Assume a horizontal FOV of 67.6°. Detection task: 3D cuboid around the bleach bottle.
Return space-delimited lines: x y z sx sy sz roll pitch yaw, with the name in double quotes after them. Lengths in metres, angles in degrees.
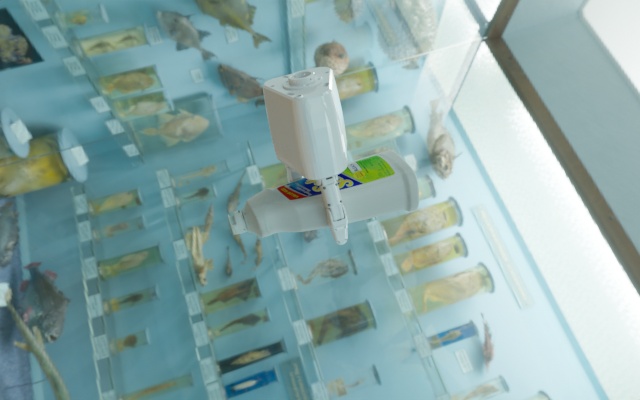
0.000 0.002 0.656 0.251 0.068 0.102 -16 33 -8 "bleach bottle"
